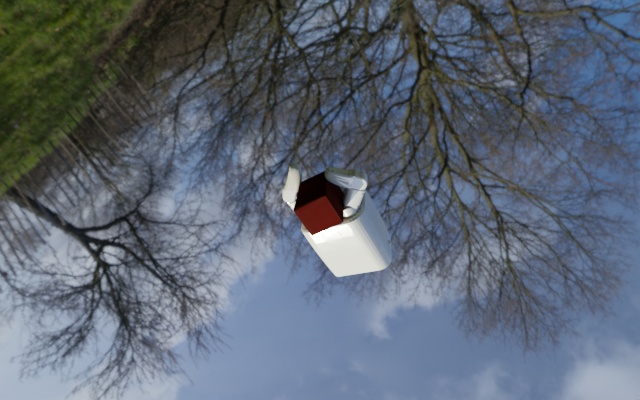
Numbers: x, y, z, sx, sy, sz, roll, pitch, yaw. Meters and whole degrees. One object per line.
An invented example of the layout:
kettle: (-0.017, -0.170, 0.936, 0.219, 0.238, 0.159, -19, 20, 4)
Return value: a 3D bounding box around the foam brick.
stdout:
foam brick: (0.000, 0.002, 0.680, 0.053, 0.051, 0.078, -23, 26, 18)
